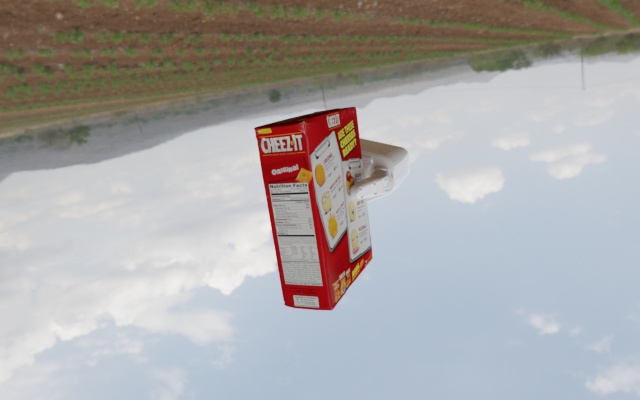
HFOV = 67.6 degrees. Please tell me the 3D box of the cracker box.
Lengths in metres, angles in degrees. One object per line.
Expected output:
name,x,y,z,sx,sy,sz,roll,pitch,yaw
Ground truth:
cracker box,0.000,0.002,0.588,0.072,0.214,0.164,-3,14,24
